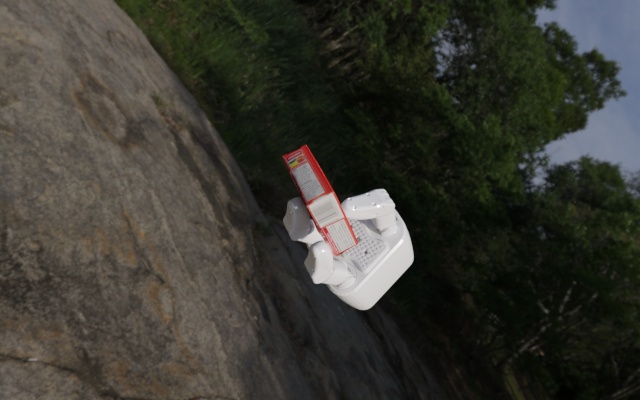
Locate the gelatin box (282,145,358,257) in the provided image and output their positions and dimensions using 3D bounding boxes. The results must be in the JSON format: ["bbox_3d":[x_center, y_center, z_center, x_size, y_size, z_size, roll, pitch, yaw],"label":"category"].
[{"bbox_3d":[0.000,0.001,0.464,0.030,0.073,0.089,-28,-42,0],"label":"gelatin box"}]
